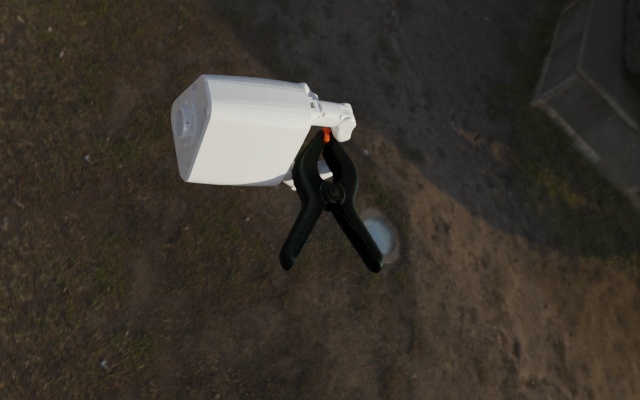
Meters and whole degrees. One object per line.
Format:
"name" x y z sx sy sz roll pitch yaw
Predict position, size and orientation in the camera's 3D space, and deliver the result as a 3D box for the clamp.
"clamp" 0.000 0.001 0.520 0.120 0.171 0.039 -1 -22 -35
